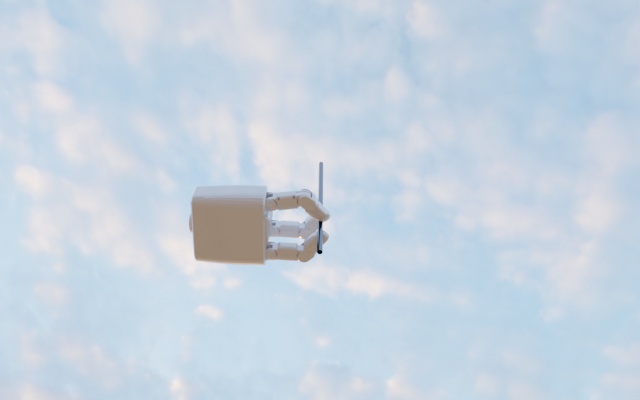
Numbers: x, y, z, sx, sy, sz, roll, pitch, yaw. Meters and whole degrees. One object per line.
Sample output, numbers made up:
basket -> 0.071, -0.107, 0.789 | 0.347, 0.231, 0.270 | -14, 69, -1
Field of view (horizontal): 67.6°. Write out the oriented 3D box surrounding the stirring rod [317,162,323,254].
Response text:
stirring rod -> 0.000, 0.002, 0.747 | 0.011, 0.011, 0.239 | 0, 34, 1
